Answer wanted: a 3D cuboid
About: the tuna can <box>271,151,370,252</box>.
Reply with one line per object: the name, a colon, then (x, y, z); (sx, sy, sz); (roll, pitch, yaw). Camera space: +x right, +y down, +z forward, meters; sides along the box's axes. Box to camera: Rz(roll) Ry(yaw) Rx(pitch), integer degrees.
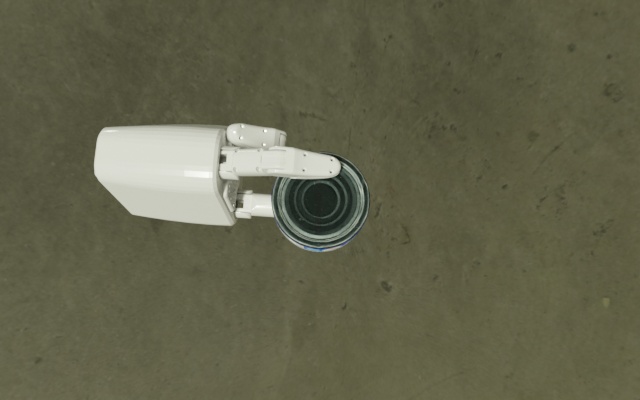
tuna can: (0.000, 0.001, 0.417); (0.086, 0.086, 0.034); (0, -10, -1)
